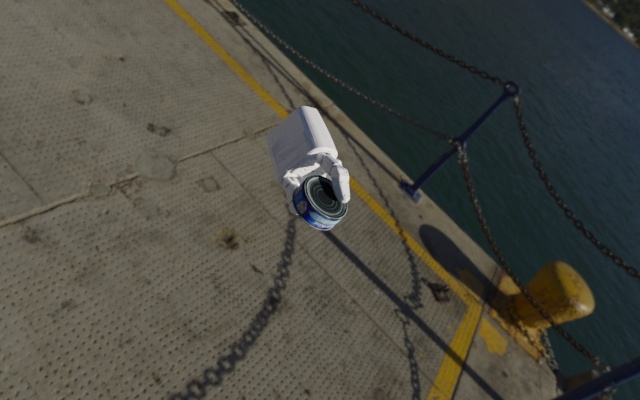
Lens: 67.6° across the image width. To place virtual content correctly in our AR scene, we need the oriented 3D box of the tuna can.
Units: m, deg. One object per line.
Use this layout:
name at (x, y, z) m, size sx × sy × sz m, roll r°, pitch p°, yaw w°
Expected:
tuna can at (0.000, 0.002, 0.751) m, size 0.086 × 0.086 × 0.034 m, roll 0°, pitch -33°, yaw -43°
